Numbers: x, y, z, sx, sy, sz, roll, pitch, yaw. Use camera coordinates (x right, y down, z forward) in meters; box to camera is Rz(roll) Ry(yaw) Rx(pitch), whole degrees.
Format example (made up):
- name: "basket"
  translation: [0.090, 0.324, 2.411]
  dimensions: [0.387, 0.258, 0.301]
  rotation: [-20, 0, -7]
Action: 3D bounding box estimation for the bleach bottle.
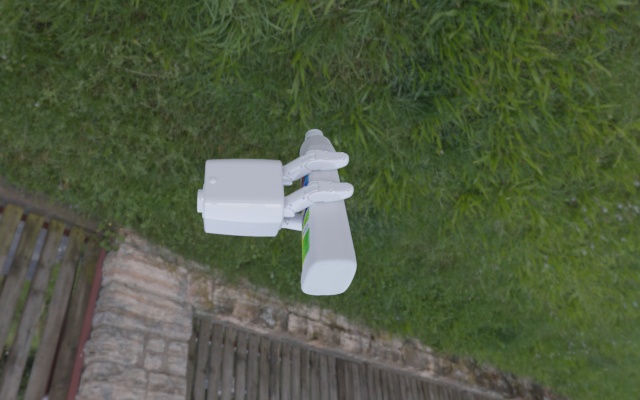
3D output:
- name: "bleach bottle"
  translation: [0.000, 0.002, 0.697]
  dimensions: [0.068, 0.250, 0.103]
  rotation: [2, -36, -11]
